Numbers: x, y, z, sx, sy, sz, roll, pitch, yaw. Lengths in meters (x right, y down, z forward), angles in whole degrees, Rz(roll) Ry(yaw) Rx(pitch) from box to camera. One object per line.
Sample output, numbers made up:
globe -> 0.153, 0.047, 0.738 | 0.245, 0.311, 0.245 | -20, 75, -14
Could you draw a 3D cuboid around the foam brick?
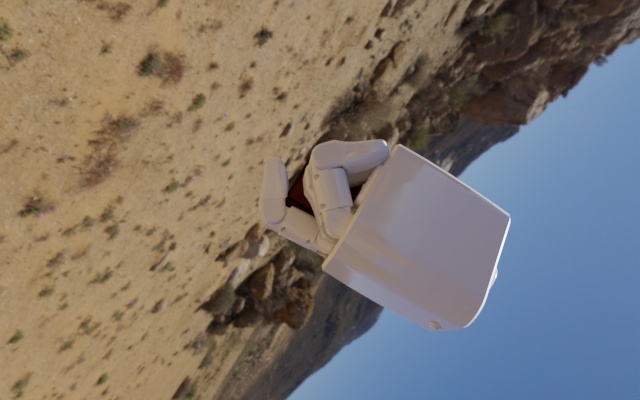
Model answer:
foam brick -> 0.000, 0.001, 0.427 | 0.051, 0.053, 0.078 | 29, -18, 2
